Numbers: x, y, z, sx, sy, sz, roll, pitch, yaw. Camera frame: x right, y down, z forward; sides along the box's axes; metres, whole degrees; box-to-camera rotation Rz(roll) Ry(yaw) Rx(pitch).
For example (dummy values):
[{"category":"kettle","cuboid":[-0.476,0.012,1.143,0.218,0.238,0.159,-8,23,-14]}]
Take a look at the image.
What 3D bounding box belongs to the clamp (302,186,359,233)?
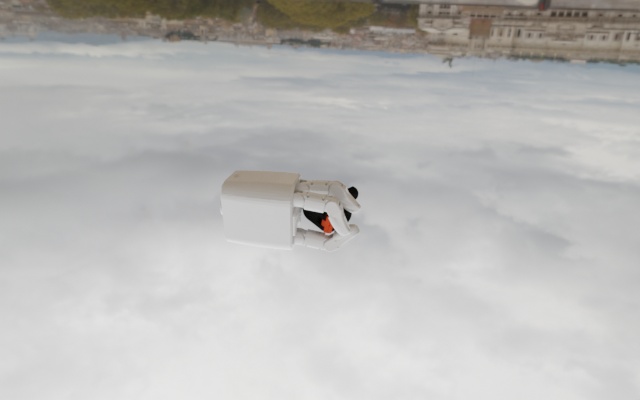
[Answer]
[{"category":"clamp","cuboid":[0.000,0.003,0.784,0.120,0.039,0.171,6,19,5]}]
